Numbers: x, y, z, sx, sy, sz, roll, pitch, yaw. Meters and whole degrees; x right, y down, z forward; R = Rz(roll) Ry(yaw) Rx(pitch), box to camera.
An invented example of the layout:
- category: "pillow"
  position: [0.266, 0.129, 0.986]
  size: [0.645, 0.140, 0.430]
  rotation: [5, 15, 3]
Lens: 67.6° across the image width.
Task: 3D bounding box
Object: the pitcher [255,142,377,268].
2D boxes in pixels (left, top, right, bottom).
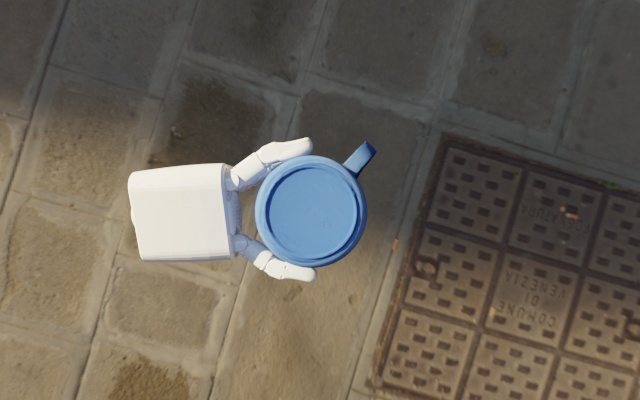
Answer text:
- category: "pitcher"
  position: [0.000, 0.002, 0.565]
  size: [0.145, 0.149, 0.243]
  rotation: [-1, 0, 1]
